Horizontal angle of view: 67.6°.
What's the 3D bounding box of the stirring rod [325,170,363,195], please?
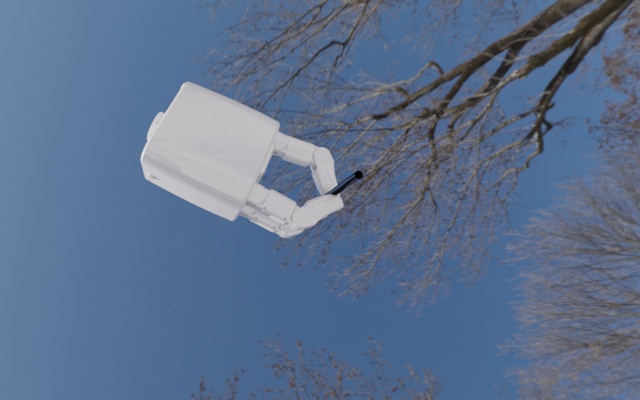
[{"bbox_3d":[0.000,0.002,0.536,0.011,0.011,0.239,0,-12,-17],"label":"stirring rod"}]
